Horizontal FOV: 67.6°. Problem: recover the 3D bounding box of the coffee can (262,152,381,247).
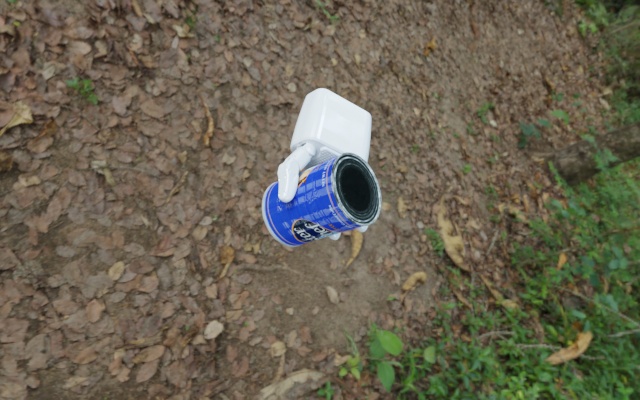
[{"bbox_3d":[0.000,0.002,0.680,0.140,0.103,0.103,-20,-13,40],"label":"coffee can"}]
